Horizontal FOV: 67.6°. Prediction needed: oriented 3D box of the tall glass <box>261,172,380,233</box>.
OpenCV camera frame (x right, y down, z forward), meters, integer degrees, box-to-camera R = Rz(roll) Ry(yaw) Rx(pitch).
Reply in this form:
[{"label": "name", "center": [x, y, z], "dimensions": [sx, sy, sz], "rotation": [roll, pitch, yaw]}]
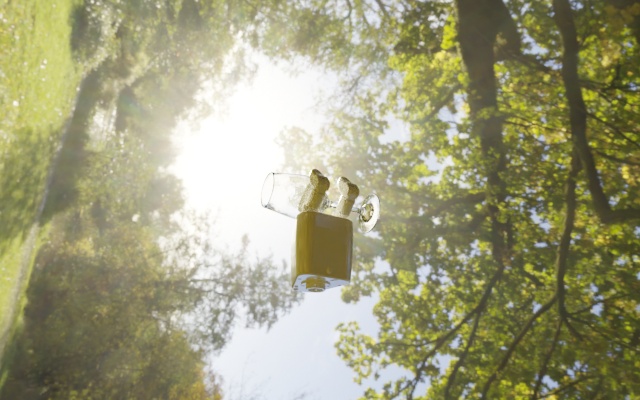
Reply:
[{"label": "tall glass", "center": [0.001, 0.003, 0.833], "dimensions": [0.201, 0.079, 0.079], "rotation": [13, -5, -23]}]
